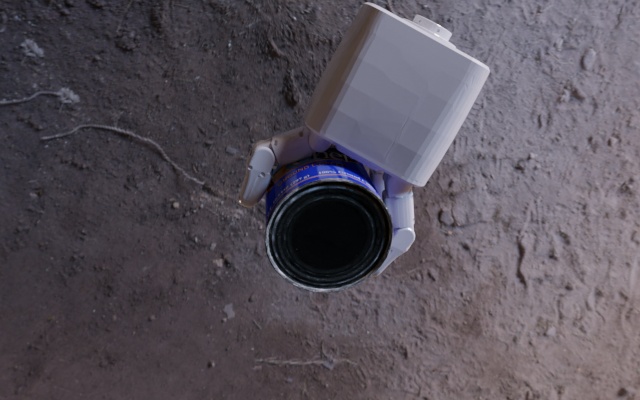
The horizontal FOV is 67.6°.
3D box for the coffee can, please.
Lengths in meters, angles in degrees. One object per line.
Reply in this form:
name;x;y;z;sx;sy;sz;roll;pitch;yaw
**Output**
coffee can;0.000;0.001;0.437;0.103;0.103;0.140;0;25;-7
